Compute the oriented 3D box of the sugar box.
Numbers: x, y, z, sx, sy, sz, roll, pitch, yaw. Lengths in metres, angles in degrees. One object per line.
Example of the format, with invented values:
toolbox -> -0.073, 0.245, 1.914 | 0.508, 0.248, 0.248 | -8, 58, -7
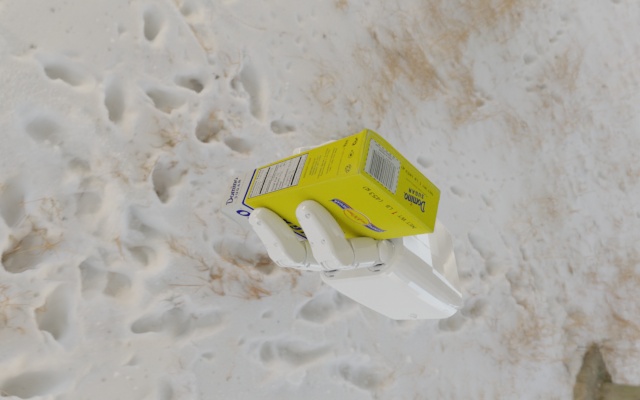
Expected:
sugar box -> 0.000, 0.002, 0.406 | 0.176, 0.048, 0.093 | -16, -42, 44
